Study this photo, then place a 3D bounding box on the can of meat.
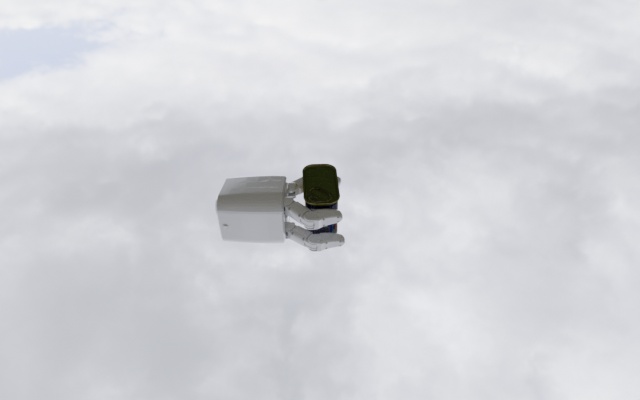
[{"bbox_3d":[0.000,0.003,0.792,0.057,0.084,0.102,-2,41,-3],"label":"can of meat"}]
